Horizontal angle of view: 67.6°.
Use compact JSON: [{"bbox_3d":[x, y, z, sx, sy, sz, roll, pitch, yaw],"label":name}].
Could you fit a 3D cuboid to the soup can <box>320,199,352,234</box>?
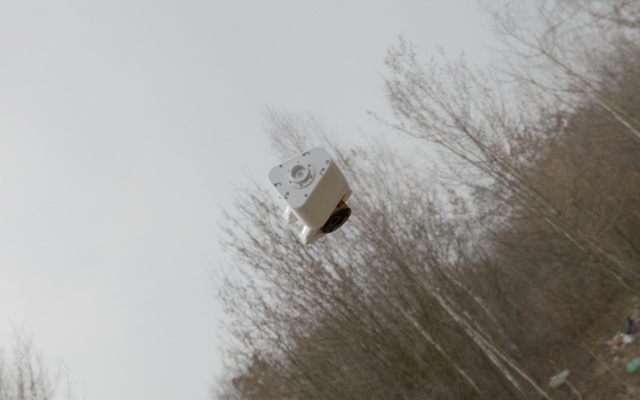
[{"bbox_3d":[0.000,0.003,0.892,0.102,0.068,0.068,49,26,25],"label":"soup can"}]
